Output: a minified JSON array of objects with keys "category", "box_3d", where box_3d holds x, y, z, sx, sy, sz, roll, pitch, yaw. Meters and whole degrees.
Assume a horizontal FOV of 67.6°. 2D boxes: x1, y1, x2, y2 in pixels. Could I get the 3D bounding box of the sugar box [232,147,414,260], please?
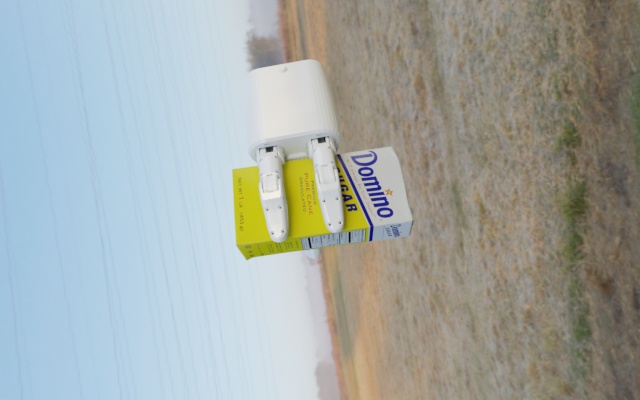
[{"category":"sugar box","box_3d":[0.000,0.001,0.499,0.176,0.093,0.048,-10,-28,1]}]
